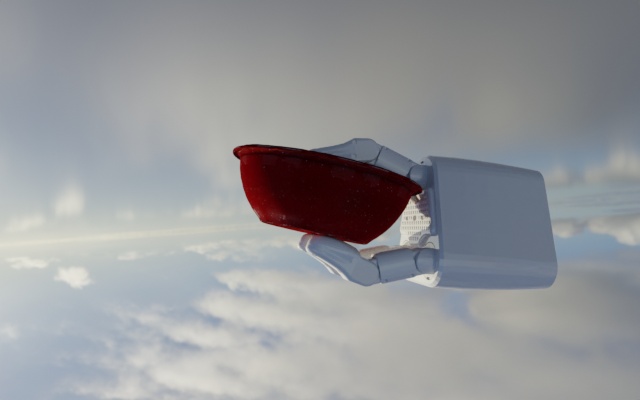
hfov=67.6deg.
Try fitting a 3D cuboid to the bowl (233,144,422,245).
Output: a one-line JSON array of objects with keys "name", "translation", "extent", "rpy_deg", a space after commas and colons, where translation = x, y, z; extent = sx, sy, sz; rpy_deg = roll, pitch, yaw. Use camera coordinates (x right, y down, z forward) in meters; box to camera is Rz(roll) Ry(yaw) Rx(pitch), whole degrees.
[{"name": "bowl", "translation": [-0.001, 0.001, 0.402], "extent": [0.162, 0.055, 0.162], "rpy_deg": [12, -5, 1]}]
